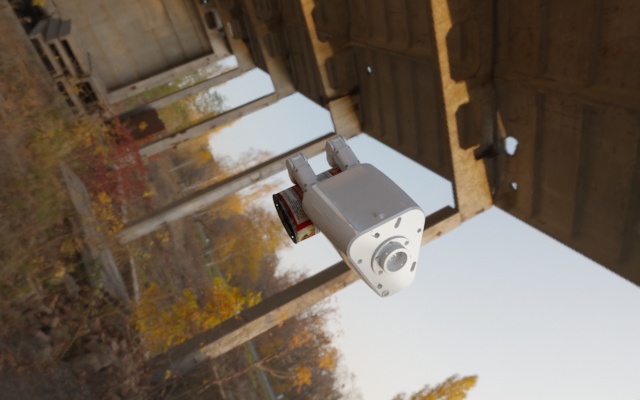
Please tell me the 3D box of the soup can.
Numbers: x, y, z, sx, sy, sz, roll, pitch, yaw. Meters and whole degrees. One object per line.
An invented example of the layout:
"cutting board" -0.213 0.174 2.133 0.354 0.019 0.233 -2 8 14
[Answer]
"soup can" 0.000 0.002 0.595 0.102 0.068 0.068 -26 6 -13
